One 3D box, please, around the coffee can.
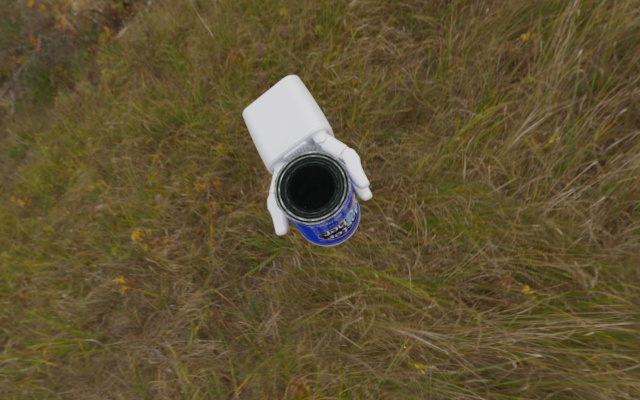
[{"bbox_3d":[0.000,0.002,0.688,0.103,0.102,0.140,0,-17,10],"label":"coffee can"}]
